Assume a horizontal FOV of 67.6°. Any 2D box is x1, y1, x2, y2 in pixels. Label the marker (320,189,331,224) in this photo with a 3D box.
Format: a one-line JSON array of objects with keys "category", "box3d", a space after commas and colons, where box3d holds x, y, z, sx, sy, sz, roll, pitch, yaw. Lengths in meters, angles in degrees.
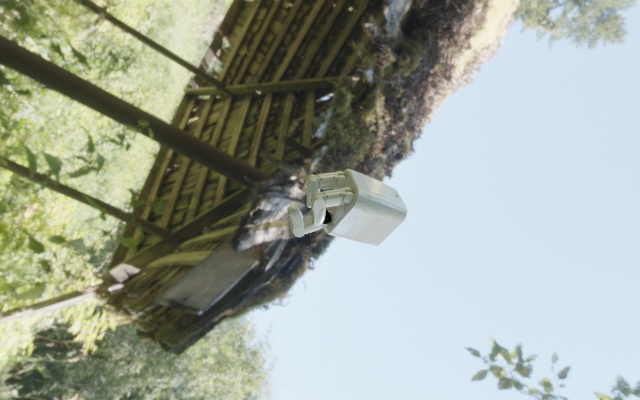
[{"category": "marker", "box3d": [0.000, 0.003, 0.850, 0.020, 0.020, 0.121, 0, 33, -12]}]
